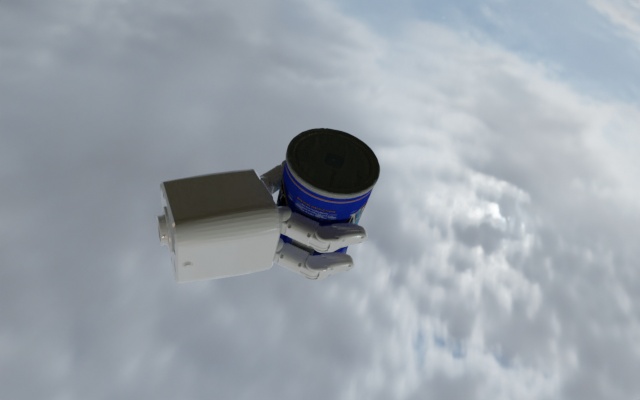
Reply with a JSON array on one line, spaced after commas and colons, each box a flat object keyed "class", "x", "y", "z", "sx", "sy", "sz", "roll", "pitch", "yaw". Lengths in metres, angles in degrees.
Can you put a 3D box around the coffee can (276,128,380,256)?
[{"class": "coffee can", "x": 0.000, "y": 0.002, "z": 0.558, "sx": 0.103, "sy": 0.102, "sz": 0.140, "roll": 0, "pitch": -41, "yaw": -16}]
